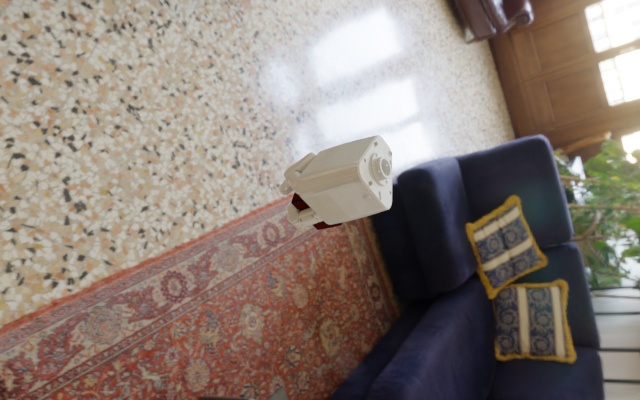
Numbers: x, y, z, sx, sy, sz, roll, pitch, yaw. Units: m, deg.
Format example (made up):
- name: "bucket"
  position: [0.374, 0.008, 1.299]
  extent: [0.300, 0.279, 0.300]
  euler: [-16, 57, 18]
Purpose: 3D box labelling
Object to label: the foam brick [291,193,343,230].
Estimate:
- name: "foam brick"
  position: [0.000, 0.003, 0.769]
  extent: [0.051, 0.053, 0.078]
  euler: [-14, -46, 36]
